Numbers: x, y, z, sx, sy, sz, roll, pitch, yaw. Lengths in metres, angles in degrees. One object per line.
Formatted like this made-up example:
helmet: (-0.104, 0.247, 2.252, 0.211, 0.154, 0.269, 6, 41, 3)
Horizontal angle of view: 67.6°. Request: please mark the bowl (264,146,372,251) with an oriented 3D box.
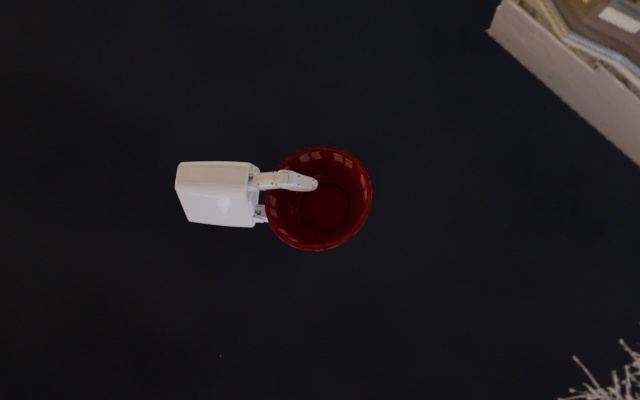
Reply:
bowl: (0.001, 0.003, 0.719, 0.162, 0.162, 0.055, 0, -19, 14)
